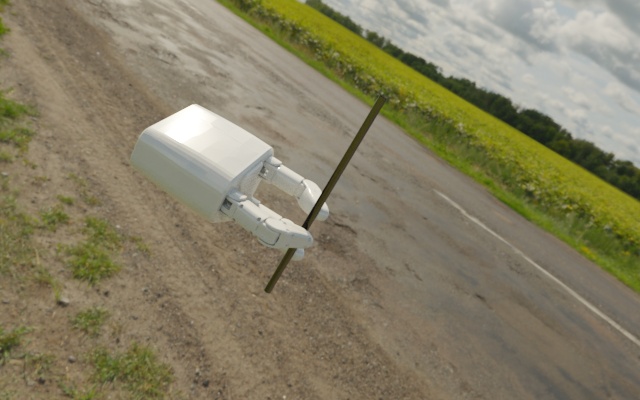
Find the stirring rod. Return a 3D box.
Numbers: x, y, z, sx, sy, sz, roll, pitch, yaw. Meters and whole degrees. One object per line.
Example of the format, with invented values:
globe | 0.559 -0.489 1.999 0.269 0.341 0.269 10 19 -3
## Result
stirring rod | 0.000 0.002 0.484 0.011 0.239 0.011 27 19 -10
